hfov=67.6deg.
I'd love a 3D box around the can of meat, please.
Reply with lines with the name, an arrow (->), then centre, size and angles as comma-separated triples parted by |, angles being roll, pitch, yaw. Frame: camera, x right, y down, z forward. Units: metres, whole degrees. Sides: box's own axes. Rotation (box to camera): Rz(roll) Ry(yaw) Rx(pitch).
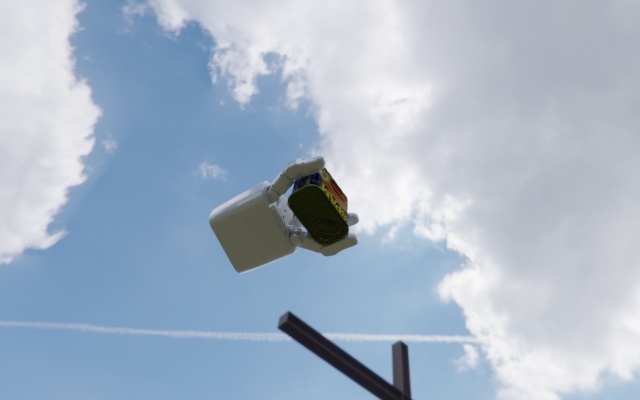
can of meat -> 0.000, 0.002, 0.718 | 0.057, 0.102, 0.084 | -28, 24, 19
